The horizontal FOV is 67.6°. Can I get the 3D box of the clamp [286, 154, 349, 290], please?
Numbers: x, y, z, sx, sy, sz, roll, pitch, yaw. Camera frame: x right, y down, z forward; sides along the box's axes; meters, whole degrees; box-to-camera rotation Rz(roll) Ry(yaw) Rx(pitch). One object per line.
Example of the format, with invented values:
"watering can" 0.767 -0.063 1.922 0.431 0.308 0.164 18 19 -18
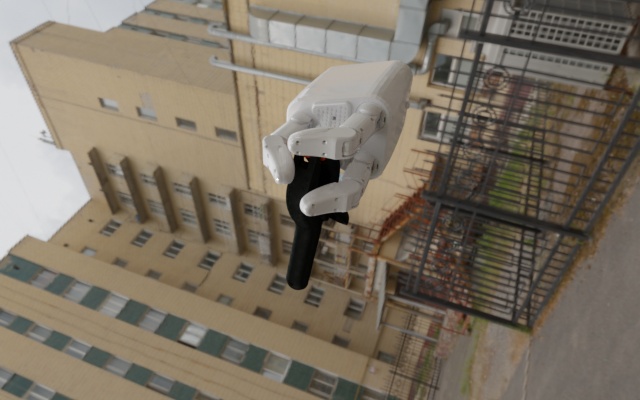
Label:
"clamp" -0.001 0.001 0.504 0.039 0.172 0.120 17 41 16
